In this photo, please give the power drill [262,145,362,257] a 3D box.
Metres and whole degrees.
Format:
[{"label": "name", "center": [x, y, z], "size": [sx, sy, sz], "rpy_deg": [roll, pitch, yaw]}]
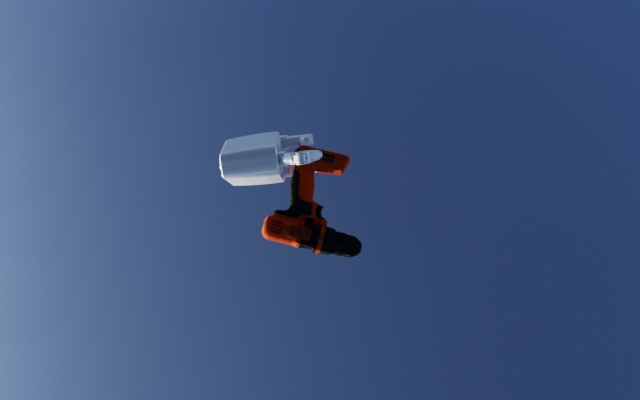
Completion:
[{"label": "power drill", "center": [0.000, 0.002, 0.881], "size": [0.184, 0.187, 0.057], "rpy_deg": [14, -14, -5]}]
